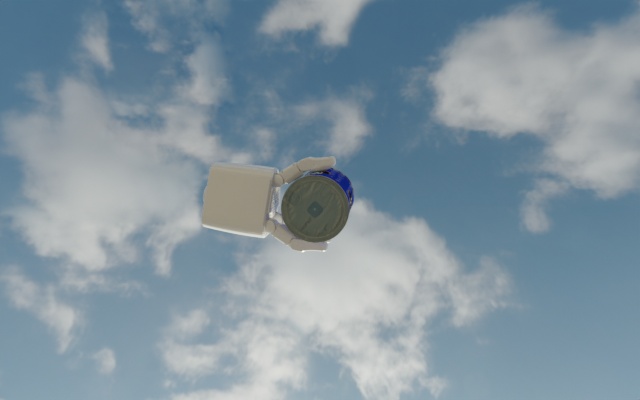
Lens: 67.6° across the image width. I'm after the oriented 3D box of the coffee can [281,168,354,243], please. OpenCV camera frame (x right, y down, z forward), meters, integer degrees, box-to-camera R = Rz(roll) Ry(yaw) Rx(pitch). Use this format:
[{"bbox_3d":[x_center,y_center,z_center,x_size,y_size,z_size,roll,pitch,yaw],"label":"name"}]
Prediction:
[{"bbox_3d":[0.000,0.003,0.776,0.103,0.103,0.140,0,9,7],"label":"coffee can"}]
